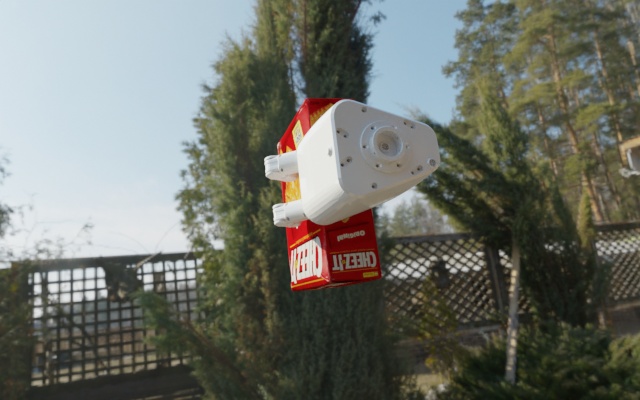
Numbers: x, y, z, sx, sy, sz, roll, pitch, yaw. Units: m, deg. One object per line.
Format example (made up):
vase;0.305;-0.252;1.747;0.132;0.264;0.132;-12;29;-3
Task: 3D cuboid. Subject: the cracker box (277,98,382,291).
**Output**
cracker box;0.000;0.002;0.605;0.072;0.213;0.164;-3;-13;-18
